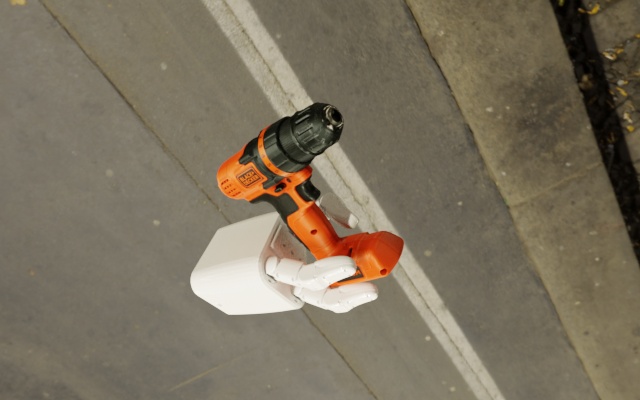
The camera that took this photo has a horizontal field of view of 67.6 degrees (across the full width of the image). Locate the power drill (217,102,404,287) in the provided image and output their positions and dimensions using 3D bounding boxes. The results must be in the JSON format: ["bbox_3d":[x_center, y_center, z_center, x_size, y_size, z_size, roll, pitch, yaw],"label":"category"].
[{"bbox_3d":[0.000,0.002,0.487,0.184,0.188,0.057,-22,24,49],"label":"power drill"}]
